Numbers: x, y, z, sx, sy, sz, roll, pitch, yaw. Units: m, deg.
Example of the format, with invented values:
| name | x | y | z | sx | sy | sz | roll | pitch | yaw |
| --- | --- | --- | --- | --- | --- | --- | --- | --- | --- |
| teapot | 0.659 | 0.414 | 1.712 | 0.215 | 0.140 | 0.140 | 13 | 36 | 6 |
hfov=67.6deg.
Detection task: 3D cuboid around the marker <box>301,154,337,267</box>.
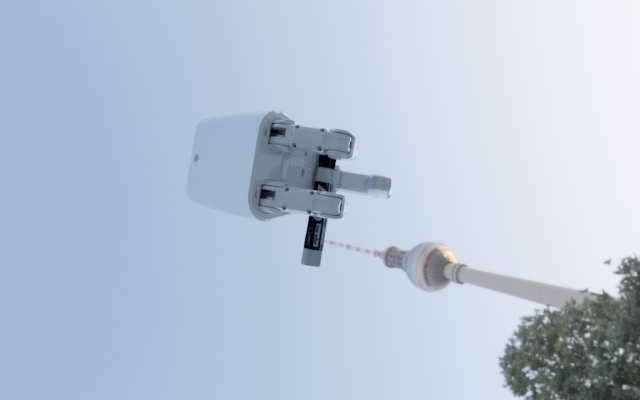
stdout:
| name | x | y | z | sx | sy | sz | roll | pitch | yaw |
| --- | --- | --- | --- | --- | --- | --- | --- | --- | --- |
| marker | 0.000 | 0.001 | 0.451 | 0.020 | 0.121 | 0.020 | 9 | -2 | 0 |
